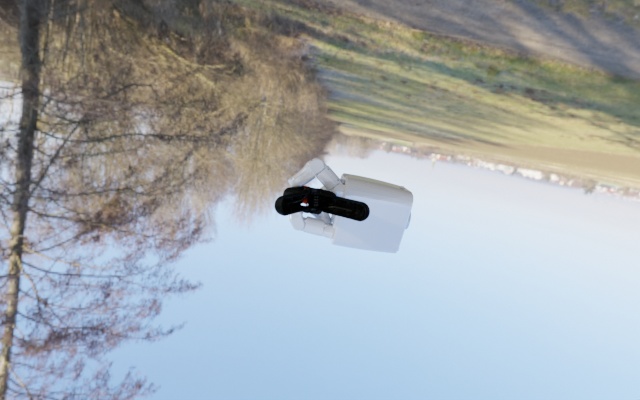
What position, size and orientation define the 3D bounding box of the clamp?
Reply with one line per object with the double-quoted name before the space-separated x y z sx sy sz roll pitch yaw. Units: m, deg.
"clamp" 0.000 0.003 0.662 0.120 0.039 0.171 12 9 -4
